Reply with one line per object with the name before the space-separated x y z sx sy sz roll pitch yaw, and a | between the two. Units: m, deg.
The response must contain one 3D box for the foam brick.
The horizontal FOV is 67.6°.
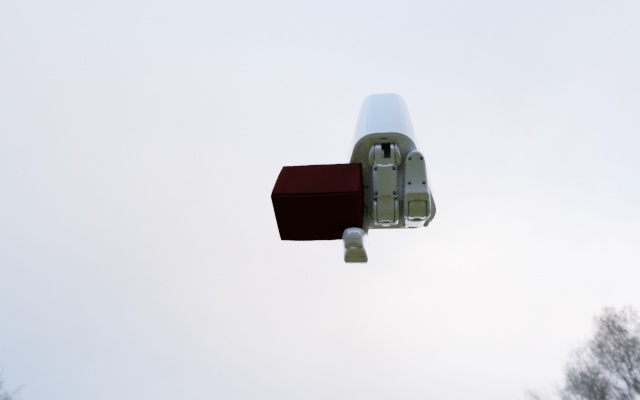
foam brick | 0.000 0.001 0.438 0.078 0.053 0.051 -1 35 8
